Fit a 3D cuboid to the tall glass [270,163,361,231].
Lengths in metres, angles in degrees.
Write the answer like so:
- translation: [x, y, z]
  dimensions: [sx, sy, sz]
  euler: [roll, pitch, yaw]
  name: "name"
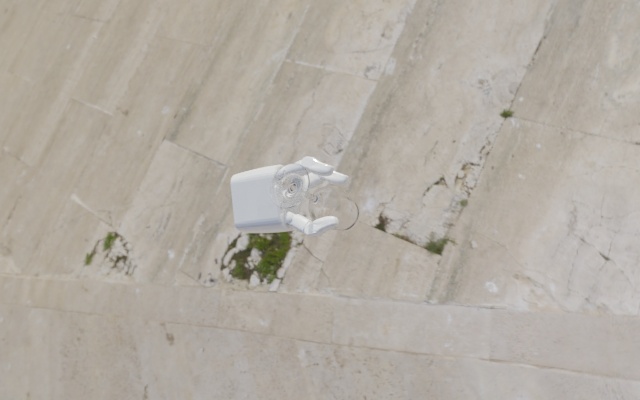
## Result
- translation: [0.000, 0.003, 0.831]
  dimensions: [0.079, 0.079, 0.201]
  euler: [0, -15, 31]
  name: "tall glass"
